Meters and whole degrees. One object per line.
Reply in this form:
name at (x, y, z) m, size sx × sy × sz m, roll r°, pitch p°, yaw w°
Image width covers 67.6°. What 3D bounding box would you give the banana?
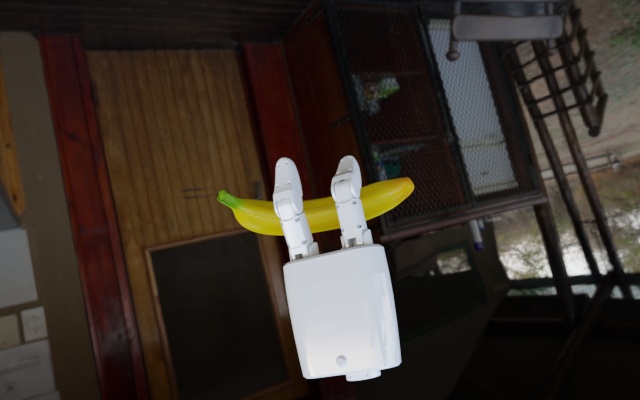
banana at (-0.003, 0.009, 0.501) m, size 0.198 × 0.037 × 0.070 m, roll -6°, pitch -24°, yaw -1°
